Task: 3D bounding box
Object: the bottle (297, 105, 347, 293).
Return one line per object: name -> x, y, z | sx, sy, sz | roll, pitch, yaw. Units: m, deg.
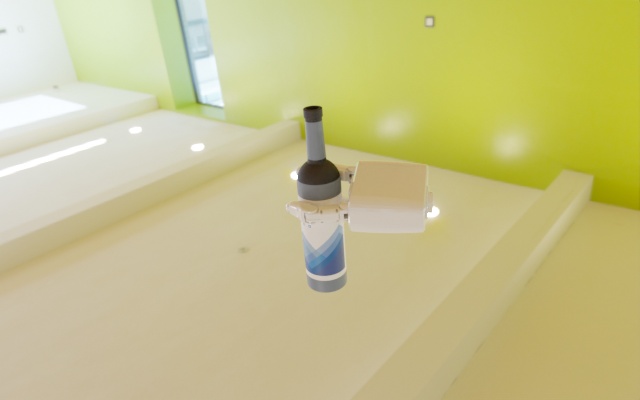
bottle -> 0.000, 0.003, 0.730 | 0.069, 0.296, 0.069 | -4, 26, 2
